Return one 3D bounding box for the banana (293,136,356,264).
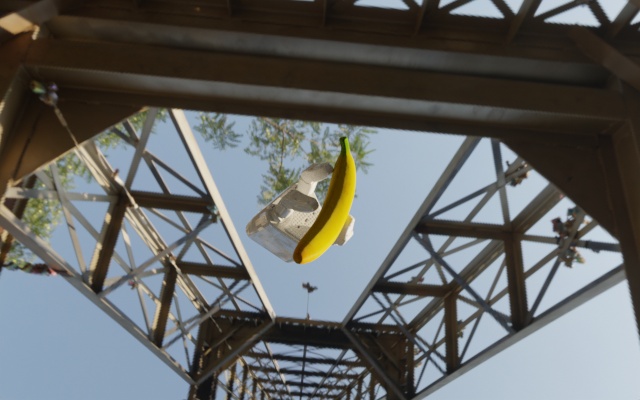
[{"bbox_3d":[0.011,0.010,0.645,0.037,0.197,0.070,-5,-37,37],"label":"banana"}]
